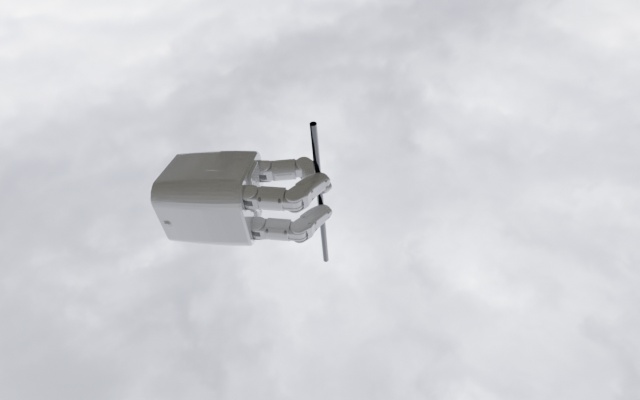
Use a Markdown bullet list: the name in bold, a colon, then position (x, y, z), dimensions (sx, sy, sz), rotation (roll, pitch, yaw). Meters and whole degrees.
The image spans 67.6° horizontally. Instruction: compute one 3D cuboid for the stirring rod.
- **stirring rod**: position (0.000, 0.002, 0.582), dimensions (0.011, 0.011, 0.240), rotation (0, -43, 5)
